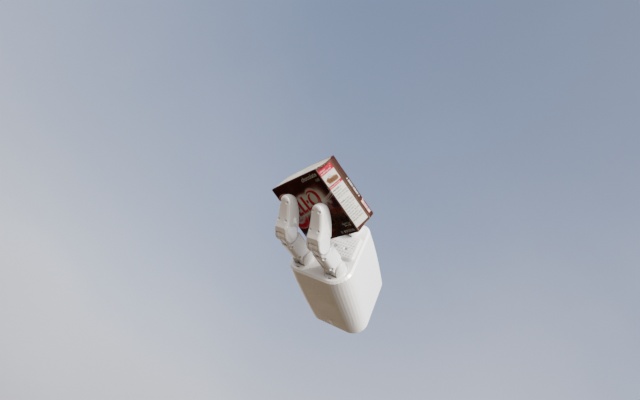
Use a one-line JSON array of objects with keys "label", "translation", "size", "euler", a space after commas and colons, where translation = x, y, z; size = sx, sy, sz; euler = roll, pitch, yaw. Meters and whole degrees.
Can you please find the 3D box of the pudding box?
[{"label": "pudding box", "translation": [0.000, 0.002, 0.591], "size": [0.039, 0.090, 0.113], "euler": [-43, 13, -34]}]
